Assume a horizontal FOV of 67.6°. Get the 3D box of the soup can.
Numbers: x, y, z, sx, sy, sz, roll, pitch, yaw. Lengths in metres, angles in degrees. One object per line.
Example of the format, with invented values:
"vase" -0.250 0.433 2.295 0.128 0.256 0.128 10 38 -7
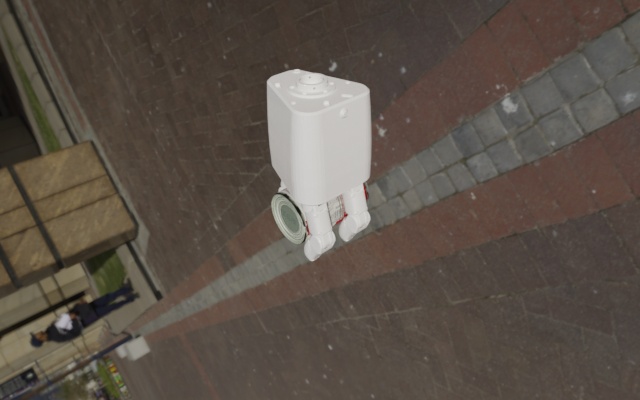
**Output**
"soup can" 0.000 0.002 0.583 0.102 0.068 0.068 -28 15 -30
